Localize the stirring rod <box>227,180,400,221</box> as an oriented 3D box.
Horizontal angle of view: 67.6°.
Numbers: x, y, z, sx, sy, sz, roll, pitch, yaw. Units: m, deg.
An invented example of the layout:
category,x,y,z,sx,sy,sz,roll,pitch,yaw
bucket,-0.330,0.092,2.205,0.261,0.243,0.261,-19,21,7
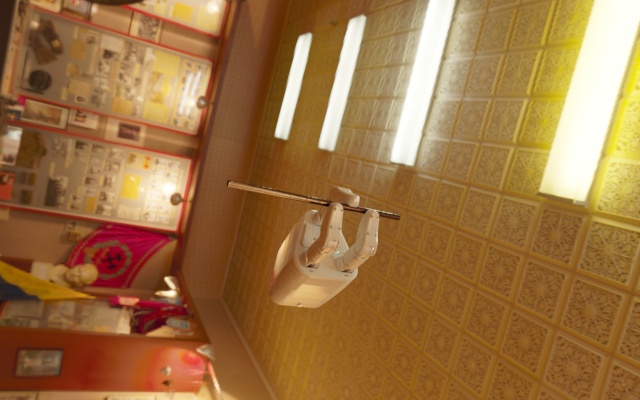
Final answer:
category,x,y,z,sx,sy,sz,roll,pitch,yaw
stirring rod,0.000,0.002,0.600,0.239,0.011,0.011,12,-5,-25
